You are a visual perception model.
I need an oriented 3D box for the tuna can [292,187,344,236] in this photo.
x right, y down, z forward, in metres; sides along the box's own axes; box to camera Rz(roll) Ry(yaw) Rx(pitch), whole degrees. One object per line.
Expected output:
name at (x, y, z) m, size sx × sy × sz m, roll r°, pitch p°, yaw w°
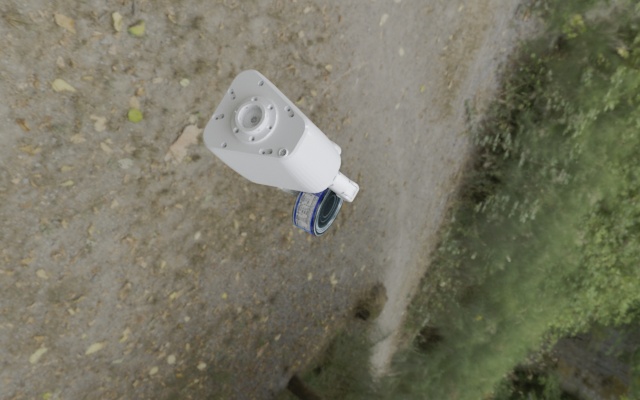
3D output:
tuna can at (0.001, 0.002, 0.620) m, size 0.033 × 0.086 × 0.086 m, roll 26°, pitch 9°, yaw 19°
